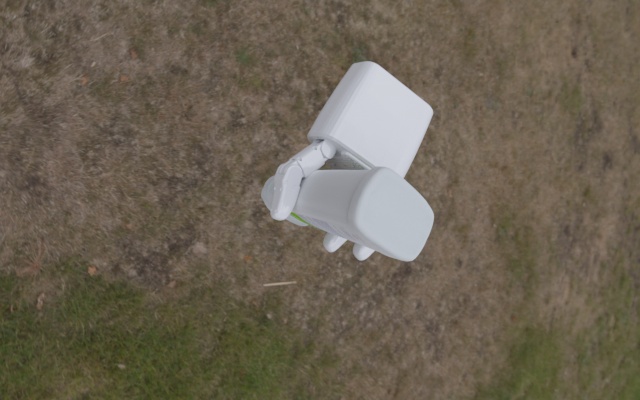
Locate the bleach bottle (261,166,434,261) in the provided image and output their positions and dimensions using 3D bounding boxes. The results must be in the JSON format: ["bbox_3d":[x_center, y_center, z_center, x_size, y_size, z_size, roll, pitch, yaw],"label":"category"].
[{"bbox_3d":[0.000,0.002,0.536,0.103,0.068,0.251,36,-15,-34],"label":"bleach bottle"}]
